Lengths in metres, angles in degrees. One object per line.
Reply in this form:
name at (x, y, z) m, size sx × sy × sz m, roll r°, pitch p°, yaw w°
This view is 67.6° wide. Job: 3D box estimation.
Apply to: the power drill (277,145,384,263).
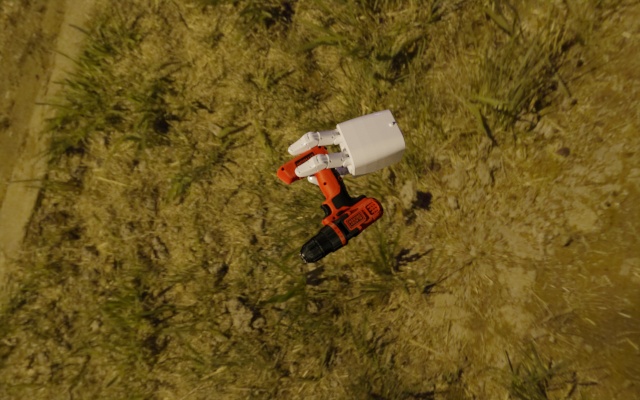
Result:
power drill at (0.000, 0.002, 0.898) m, size 0.184 × 0.187 × 0.057 m, roll -33°, pitch -7°, yaw -19°
